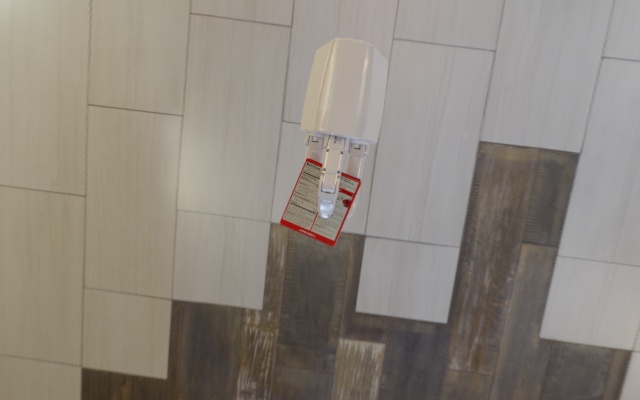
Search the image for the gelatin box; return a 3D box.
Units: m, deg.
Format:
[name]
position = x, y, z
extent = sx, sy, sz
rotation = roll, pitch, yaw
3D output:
[gelatin box]
position = 0.000, 0.002, 0.585
extent = 0.073, 0.089, 0.030
rotation = 23, 3, 0
